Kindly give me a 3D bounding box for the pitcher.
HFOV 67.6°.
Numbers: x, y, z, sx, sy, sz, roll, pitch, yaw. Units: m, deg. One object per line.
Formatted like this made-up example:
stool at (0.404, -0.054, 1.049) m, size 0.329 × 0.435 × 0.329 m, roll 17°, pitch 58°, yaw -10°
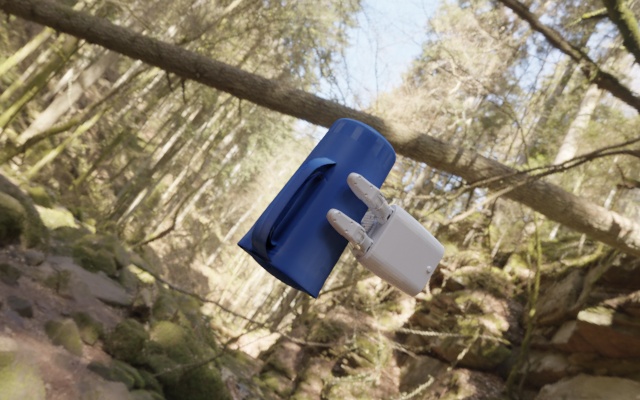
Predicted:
pitcher at (0.000, 0.002, 0.670) m, size 0.145 × 0.243 × 0.149 m, roll 38°, pitch -12°, yaw -18°
